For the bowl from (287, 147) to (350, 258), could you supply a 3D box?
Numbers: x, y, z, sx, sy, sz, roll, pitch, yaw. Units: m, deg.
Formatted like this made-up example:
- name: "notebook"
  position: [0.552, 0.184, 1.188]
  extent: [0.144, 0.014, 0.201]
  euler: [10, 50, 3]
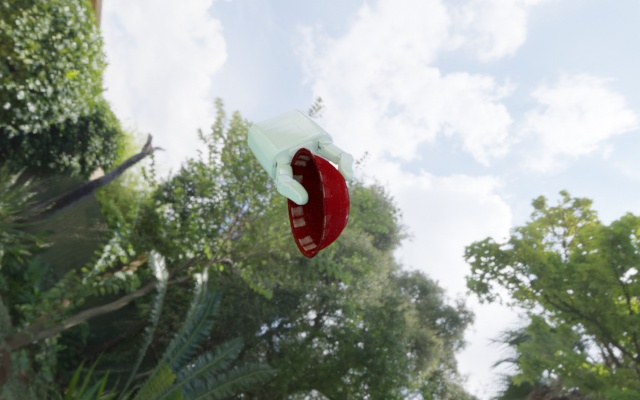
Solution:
- name: "bowl"
  position: [0.001, 0.003, 0.707]
  extent: [0.055, 0.162, 0.162]
  euler: [-4, 1, -21]
